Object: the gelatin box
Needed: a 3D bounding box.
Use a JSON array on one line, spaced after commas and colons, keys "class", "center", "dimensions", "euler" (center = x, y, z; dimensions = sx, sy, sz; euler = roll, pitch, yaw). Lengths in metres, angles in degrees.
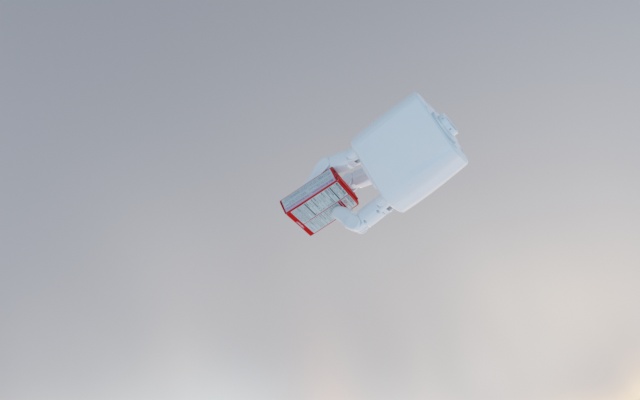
[{"class": "gelatin box", "center": [0.000, 0.003, 0.666], "dimensions": [0.089, 0.030, 0.073], "euler": [-34, -39, 9]}]
